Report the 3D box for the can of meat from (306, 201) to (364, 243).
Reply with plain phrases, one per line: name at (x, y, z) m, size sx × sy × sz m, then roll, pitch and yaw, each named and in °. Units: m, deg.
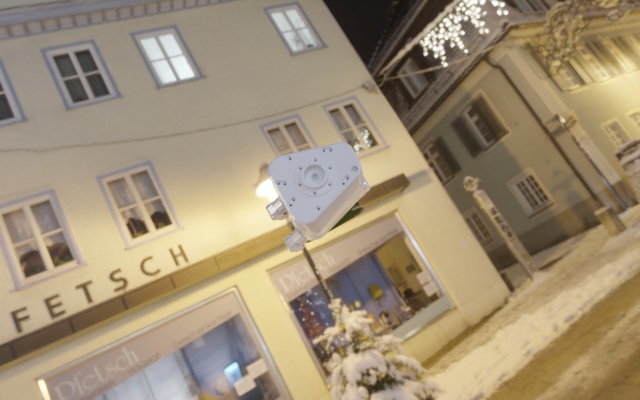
can of meat at (0.000, 0.002, 0.719) m, size 0.102 × 0.084 × 0.057 m, roll -30°, pitch -13°, yaw 0°
